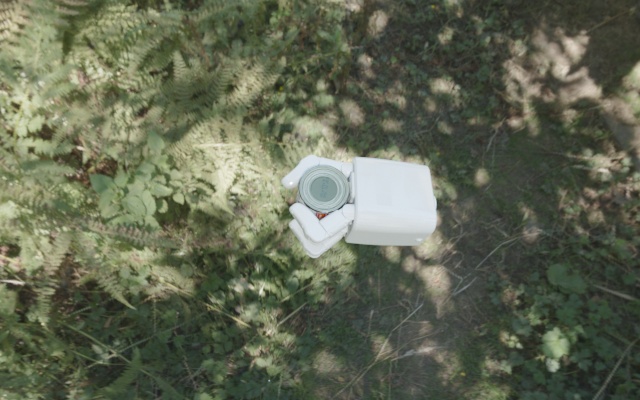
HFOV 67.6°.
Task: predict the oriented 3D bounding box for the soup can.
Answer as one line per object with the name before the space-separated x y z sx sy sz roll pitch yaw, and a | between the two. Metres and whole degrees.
soup can | 0.000 0.002 0.653 0.068 0.068 0.102 0 -20 -6
